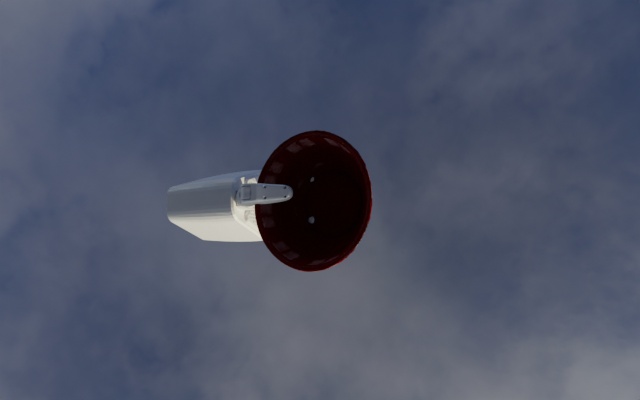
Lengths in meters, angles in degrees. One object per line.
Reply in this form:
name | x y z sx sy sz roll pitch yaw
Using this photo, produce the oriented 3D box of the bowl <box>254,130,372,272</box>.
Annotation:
bowl | 0.001 0.002 0.564 0.162 0.162 0.055 0 -4 33
